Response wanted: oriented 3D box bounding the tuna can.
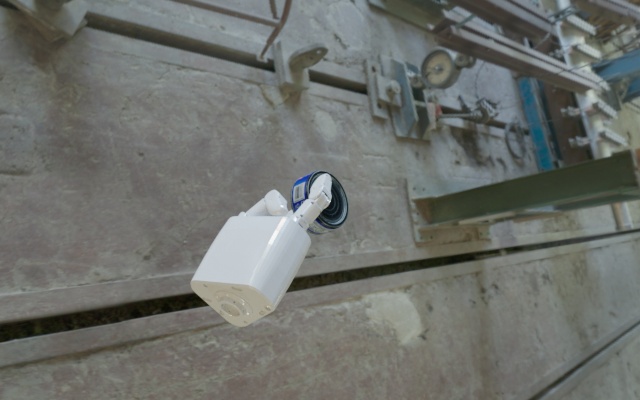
[{"bbox_3d":[0.001,0.002,0.665,0.034,0.086,0.086,-22,-15,39],"label":"tuna can"}]
